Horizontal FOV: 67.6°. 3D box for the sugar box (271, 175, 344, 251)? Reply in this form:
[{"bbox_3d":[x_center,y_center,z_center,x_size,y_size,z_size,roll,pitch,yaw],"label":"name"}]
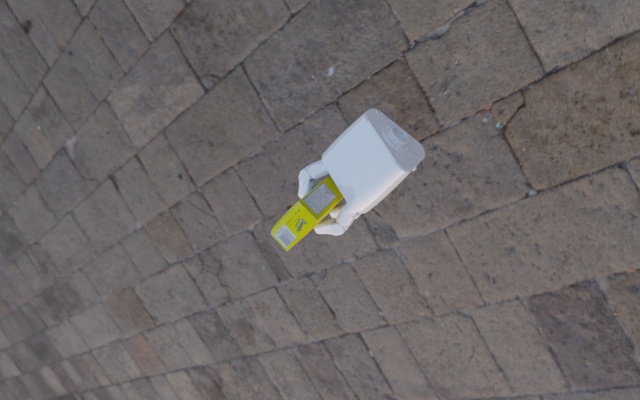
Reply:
[{"bbox_3d":[0.001,0.003,0.769,0.093,0.048,0.176,-46,-5,40],"label":"sugar box"}]
